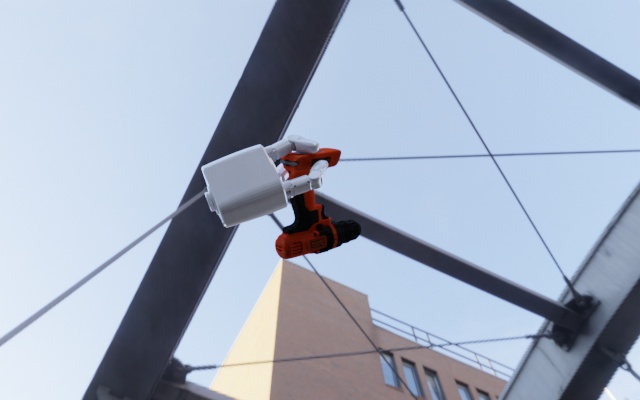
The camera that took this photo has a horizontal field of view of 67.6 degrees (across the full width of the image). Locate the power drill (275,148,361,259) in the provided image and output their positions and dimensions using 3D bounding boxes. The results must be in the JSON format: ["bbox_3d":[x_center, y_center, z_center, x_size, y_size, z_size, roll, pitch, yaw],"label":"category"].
[{"bbox_3d":[0.000,0.002,0.856,0.184,0.188,0.057,-12,16,-38],"label":"power drill"}]
